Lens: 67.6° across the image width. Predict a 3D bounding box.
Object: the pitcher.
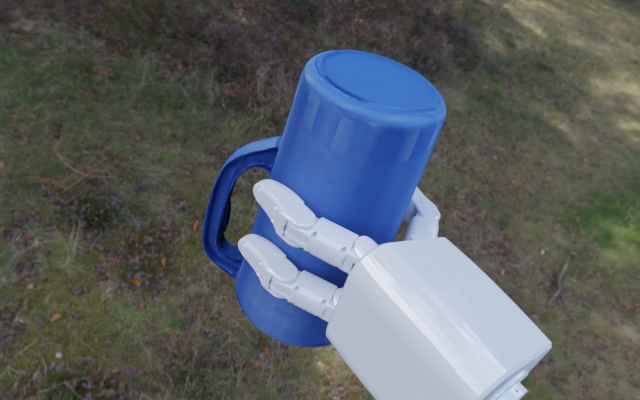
[{"bbox_3d":[0.000,0.001,0.410,0.149,0.243,0.145,-13,47,-35],"label":"pitcher"}]
